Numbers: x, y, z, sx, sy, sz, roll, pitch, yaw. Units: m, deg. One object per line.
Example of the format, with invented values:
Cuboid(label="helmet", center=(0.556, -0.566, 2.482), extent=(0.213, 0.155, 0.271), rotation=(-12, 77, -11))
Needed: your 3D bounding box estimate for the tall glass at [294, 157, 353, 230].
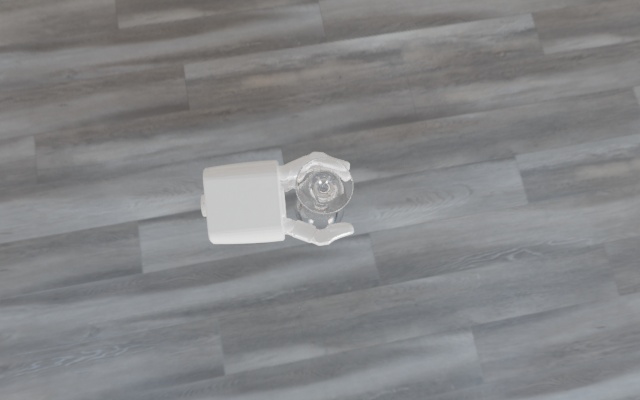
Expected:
Cuboid(label="tall glass", center=(0.000, 0.002, 0.700), extent=(0.079, 0.079, 0.201), rotation=(0, -13, -2))
